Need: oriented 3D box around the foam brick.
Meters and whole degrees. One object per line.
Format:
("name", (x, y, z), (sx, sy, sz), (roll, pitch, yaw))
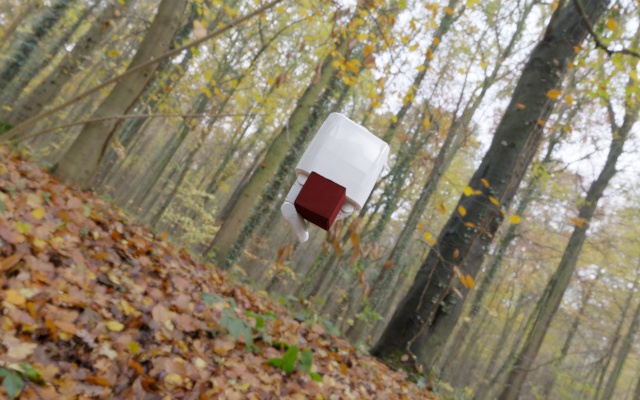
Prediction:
("foam brick", (0.000, 0.002, 0.651), (0.053, 0.051, 0.078), (28, -12, 7))
